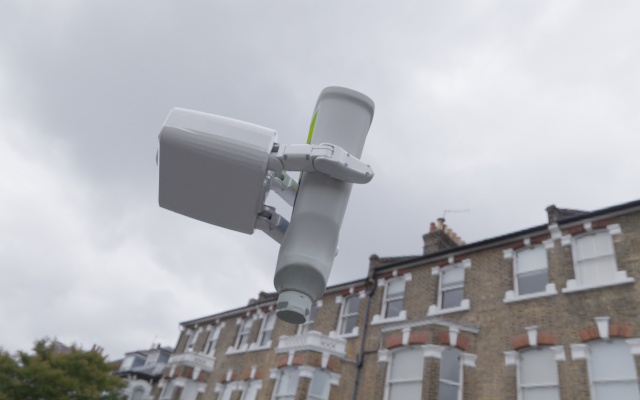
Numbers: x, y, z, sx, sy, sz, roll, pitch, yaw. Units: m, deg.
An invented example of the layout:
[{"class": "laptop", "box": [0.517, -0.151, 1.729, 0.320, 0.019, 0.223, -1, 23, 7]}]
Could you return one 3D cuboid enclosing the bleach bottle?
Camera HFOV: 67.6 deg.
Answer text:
[{"class": "bleach bottle", "box": [0.000, 0.002, 0.493, 0.068, 0.250, 0.103, 16, -36, -2]}]
